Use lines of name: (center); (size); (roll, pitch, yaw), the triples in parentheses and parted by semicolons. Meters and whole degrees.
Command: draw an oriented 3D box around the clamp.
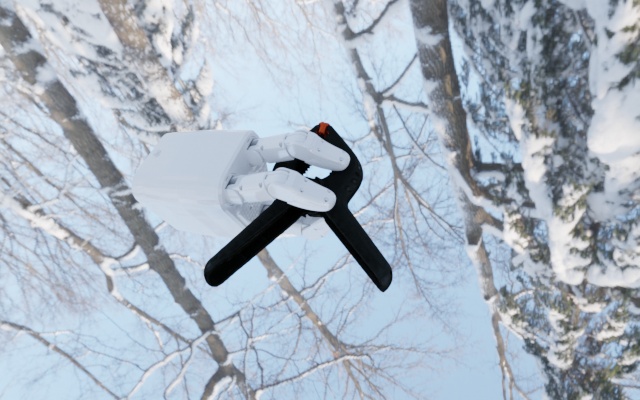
clamp: (0.000, 0.002, 0.459); (0.164, 0.209, 0.036); (5, -41, 17)
